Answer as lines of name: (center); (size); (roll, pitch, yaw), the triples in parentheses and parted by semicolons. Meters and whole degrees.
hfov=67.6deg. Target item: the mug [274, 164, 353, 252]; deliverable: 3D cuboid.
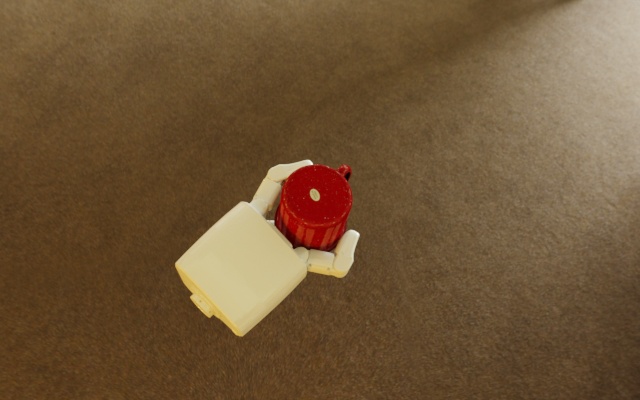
mug: (0.001, 0.001, 0.573); (0.093, 0.117, 0.081); (39, -23, 11)
